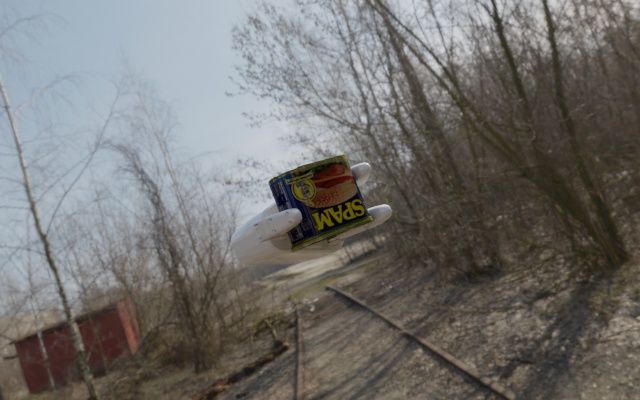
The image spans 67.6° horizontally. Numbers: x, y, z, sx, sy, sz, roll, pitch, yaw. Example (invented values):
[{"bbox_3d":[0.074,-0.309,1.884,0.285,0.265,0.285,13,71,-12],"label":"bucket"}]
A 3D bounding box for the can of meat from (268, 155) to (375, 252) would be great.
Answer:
[{"bbox_3d":[0.000,0.001,0.543,0.102,0.084,0.057,-18,-7,-34],"label":"can of meat"}]
